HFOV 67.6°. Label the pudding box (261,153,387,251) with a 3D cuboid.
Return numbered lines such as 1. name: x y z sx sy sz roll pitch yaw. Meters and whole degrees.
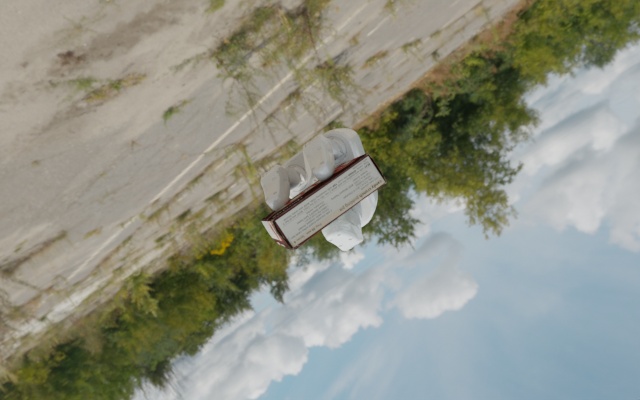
1. pudding box: 0.000 0.002 0.470 0.113 0.039 0.090 -37 5 -11
